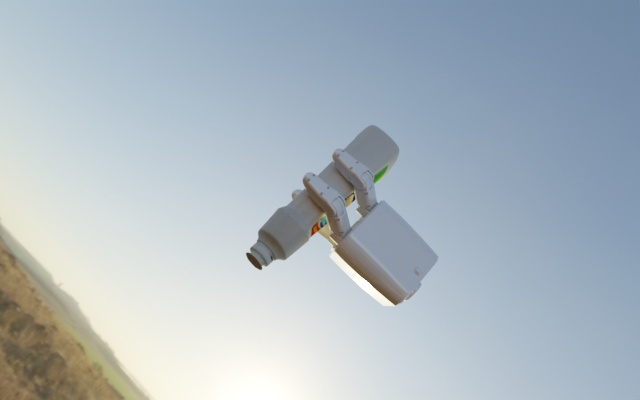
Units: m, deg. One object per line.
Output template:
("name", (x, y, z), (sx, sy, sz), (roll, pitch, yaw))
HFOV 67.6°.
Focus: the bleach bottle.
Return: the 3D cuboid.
("bleach bottle", (0.000, 0.002, 0.636), (0.250, 0.068, 0.103), (-42, -9, -28))
